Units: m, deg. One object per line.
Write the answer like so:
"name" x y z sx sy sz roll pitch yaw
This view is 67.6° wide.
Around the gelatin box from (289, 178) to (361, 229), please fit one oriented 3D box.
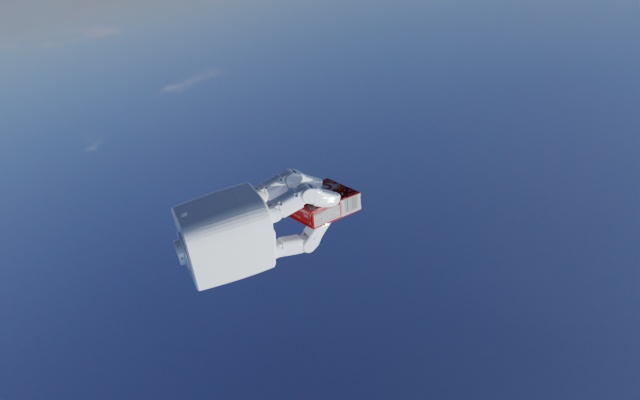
"gelatin box" 0.000 0.002 0.663 0.089 0.030 0.073 -21 30 -32
